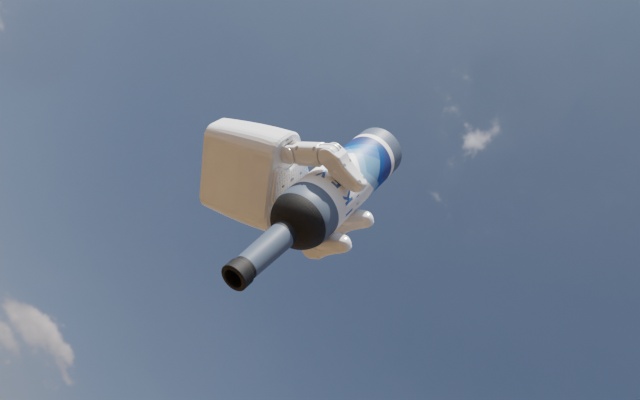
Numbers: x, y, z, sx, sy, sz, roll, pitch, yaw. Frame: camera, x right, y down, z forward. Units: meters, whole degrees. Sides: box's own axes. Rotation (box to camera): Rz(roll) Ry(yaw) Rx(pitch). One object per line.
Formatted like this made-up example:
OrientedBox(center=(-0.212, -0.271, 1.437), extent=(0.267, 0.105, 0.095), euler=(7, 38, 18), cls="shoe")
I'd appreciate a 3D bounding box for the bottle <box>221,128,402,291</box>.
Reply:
OrientedBox(center=(0.000, 0.002, 0.521), extent=(0.069, 0.069, 0.295), euler=(0, 27, 36), cls="bottle")
